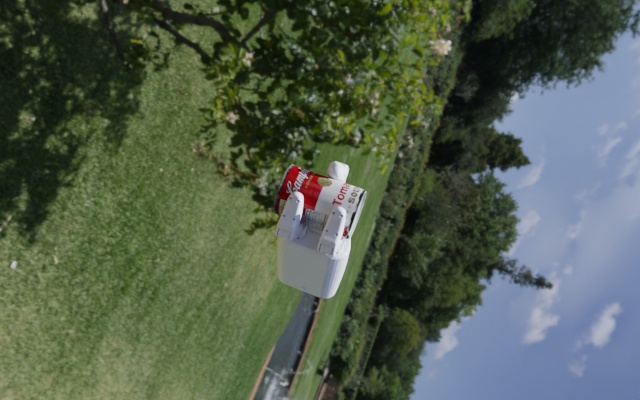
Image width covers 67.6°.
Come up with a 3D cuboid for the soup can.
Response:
[{"bbox_3d":[0.000,0.002,0.611,0.102,0.068,0.068,20,3,9],"label":"soup can"}]
